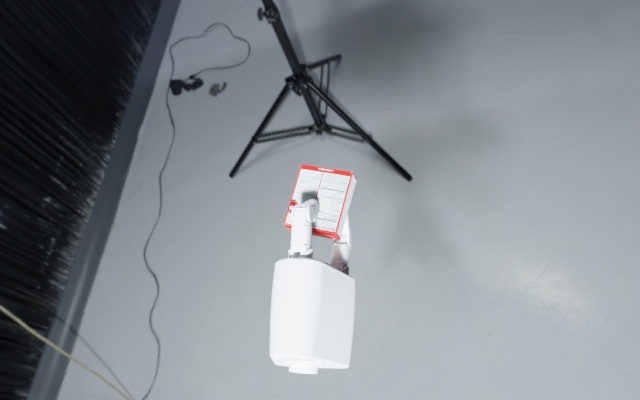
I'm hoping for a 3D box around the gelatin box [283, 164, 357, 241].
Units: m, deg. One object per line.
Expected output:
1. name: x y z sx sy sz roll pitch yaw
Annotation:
1. gelatin box: 0.000 0.002 0.619 0.073 0.089 0.030 10 -17 19
